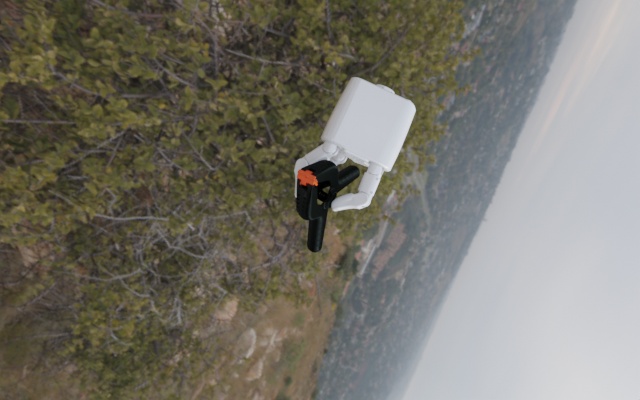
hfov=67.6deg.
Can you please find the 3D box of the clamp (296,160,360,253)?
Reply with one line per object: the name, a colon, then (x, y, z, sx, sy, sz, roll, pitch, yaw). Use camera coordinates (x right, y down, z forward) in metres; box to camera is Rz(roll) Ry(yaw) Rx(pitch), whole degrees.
clamp: (0.001, 0.002, 0.738, 0.036, 0.164, 0.210, 25, -1, 18)
